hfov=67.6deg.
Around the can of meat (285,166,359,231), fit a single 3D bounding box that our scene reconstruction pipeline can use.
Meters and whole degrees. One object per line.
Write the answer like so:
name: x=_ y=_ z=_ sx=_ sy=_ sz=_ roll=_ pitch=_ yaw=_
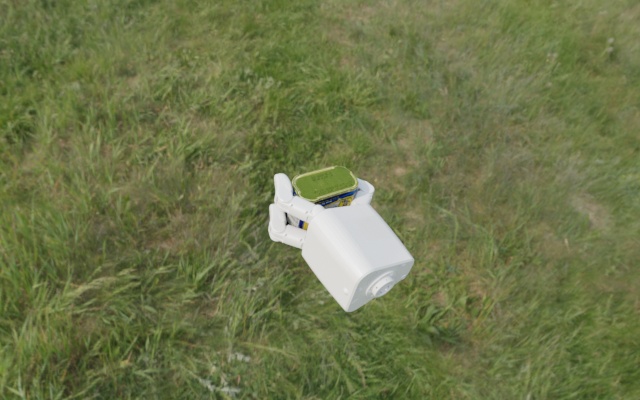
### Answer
can of meat: x=0.000 y=0.002 z=0.694 sx=0.102 sy=0.084 sz=0.057 roll=-17 pitch=53 yaw=-28
